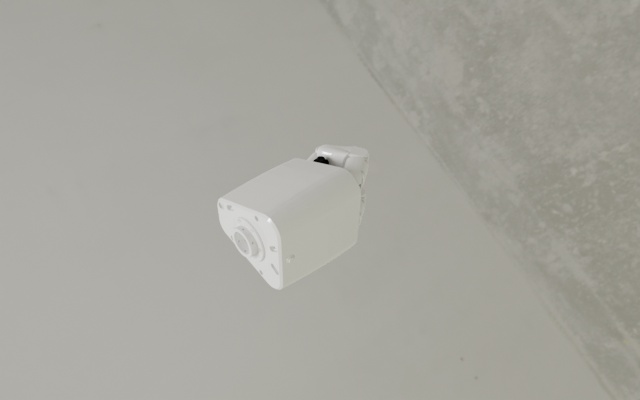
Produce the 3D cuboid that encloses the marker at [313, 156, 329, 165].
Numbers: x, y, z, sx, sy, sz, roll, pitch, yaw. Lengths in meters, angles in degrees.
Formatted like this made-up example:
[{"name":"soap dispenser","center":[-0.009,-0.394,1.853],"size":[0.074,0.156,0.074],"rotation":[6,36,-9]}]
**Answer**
[{"name":"marker","center":[0.000,0.002,0.558],"size":[0.020,0.121,0.020],"rotation":[0,37,0]}]
